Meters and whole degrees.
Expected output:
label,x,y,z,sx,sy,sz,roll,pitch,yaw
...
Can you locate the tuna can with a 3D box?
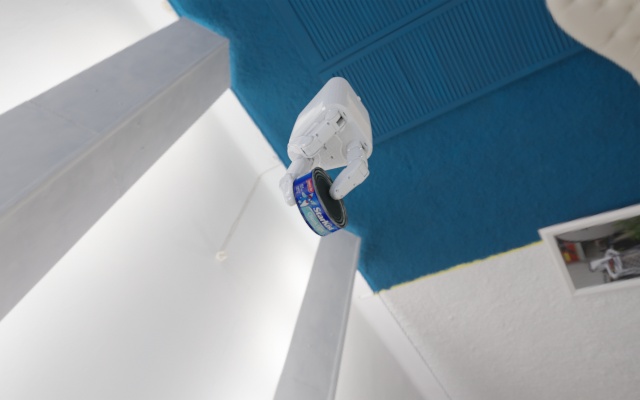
label,x,y,z,sx,sy,sz,roll,pitch,yaw
tuna can,0.000,0.002,0.611,0.034,0.086,0.086,-26,-9,18
